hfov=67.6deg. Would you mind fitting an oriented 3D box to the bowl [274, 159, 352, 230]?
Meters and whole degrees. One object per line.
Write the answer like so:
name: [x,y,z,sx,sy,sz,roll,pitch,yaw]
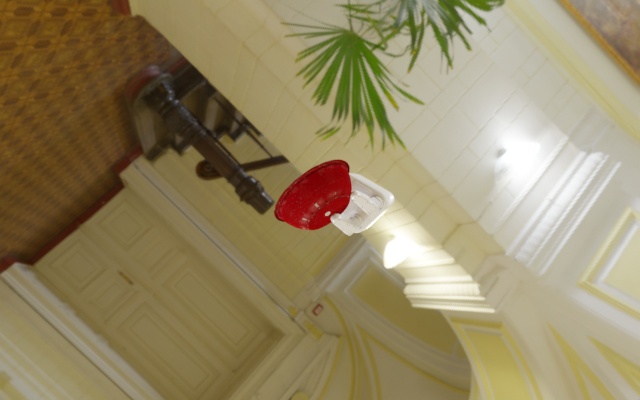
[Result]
bowl: [0.000,0.003,0.842,0.162,0.055,0.162,-31,-23,-15]
